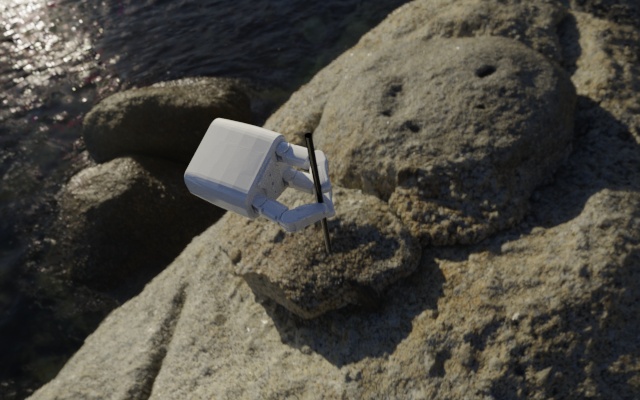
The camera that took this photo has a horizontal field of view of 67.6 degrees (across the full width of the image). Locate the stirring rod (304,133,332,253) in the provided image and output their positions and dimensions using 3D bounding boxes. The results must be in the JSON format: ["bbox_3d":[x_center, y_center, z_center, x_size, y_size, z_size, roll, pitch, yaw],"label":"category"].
[{"bbox_3d":[0.000,0.002,0.600,0.011,0.011,0.240,0,-36,8],"label":"stirring rod"}]
